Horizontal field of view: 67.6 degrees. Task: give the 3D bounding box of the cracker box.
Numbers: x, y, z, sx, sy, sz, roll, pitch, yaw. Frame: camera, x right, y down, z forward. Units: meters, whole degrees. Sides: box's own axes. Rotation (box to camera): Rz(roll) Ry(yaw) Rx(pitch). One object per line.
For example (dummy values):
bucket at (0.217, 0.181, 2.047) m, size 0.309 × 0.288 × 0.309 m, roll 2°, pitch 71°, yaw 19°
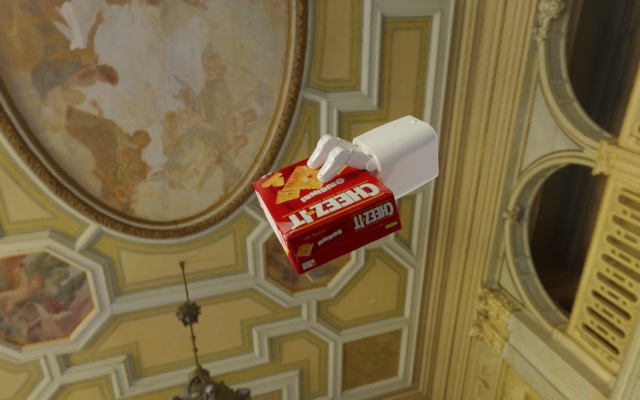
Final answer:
cracker box at (0.000, 0.002, 0.734) m, size 0.164 × 0.072 × 0.213 m, roll -24°, pitch 29°, yaw -9°
